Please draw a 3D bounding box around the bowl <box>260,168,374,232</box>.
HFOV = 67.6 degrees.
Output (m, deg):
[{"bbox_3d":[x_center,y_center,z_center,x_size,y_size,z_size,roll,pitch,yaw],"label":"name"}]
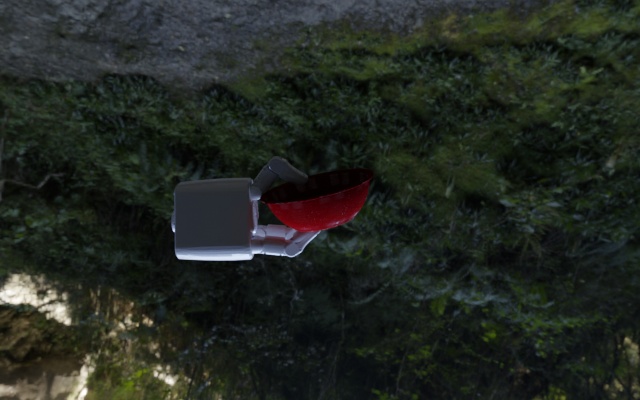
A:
[{"bbox_3d":[0.001,0.002,0.667,0.162,0.055,0.162,-13,13,3],"label":"bowl"}]
